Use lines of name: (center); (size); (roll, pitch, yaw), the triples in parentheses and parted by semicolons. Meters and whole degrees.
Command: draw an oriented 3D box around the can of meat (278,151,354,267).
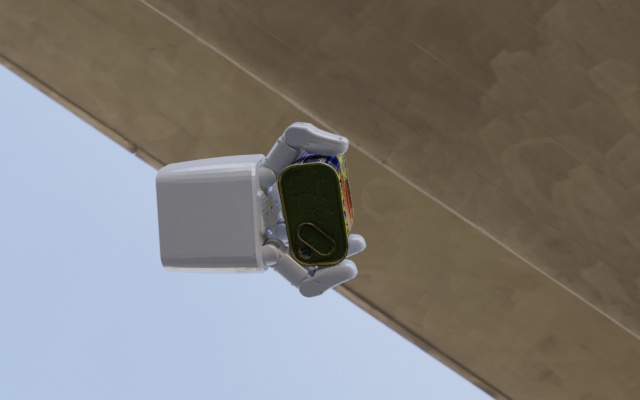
can of meat: (0.000, 0.001, 0.478); (0.057, 0.102, 0.084); (-5, 18, 11)
